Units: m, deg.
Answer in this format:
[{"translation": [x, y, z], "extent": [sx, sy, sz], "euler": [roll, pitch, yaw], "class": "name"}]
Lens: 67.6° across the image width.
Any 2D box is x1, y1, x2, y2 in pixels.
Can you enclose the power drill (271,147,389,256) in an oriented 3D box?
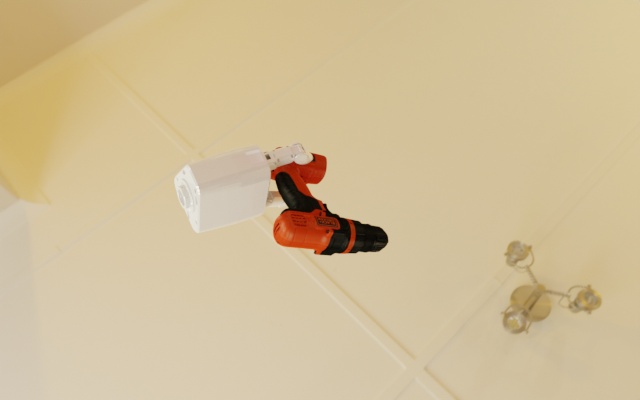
[{"translation": [0.000, 0.002, 0.722], "extent": [0.184, 0.057, 0.187], "euler": [10, 37, -32], "class": "power drill"}]
